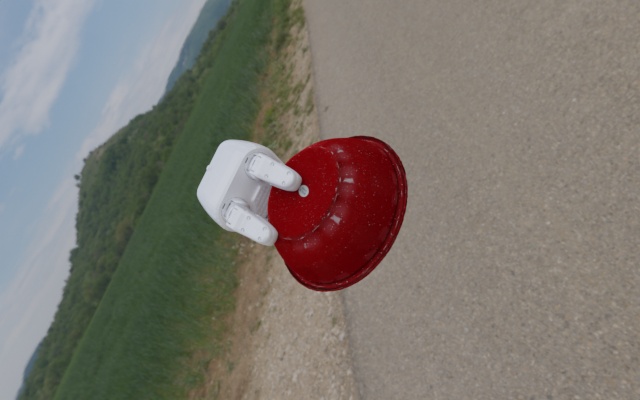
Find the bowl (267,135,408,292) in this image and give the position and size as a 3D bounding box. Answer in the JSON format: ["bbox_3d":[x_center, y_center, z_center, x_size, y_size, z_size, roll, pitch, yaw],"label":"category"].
[{"bbox_3d":[0.001,0.001,0.452,0.162,0.162,0.055,0,-20,45],"label":"bowl"}]
